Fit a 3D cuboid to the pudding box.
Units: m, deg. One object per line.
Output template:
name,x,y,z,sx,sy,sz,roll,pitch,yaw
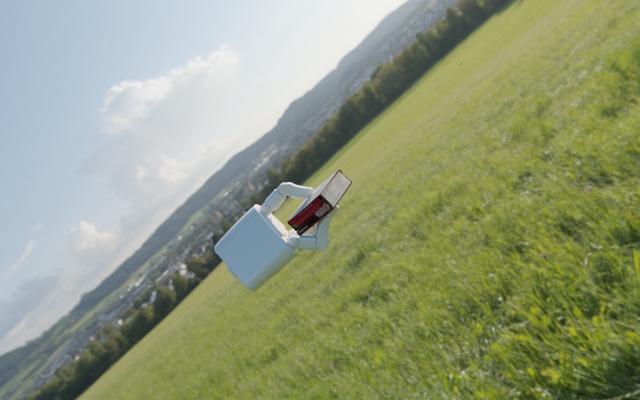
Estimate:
pudding box,0.000,0.003,0.831,0.090,0.039,0.113,-39,9,32
